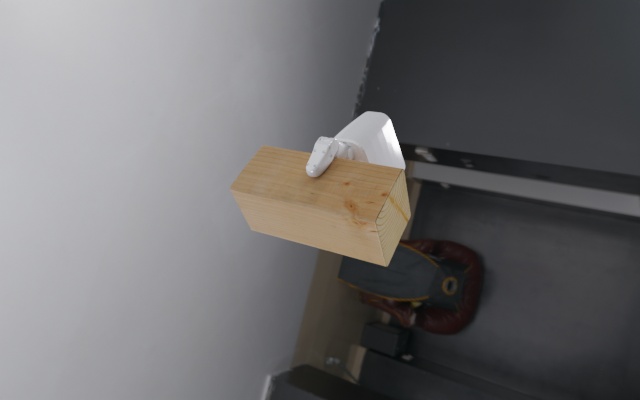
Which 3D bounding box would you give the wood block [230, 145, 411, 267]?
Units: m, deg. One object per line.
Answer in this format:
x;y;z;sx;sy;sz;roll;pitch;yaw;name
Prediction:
0.000;0.002;0.619;0.206;0.090;0.091;12;-38;28;wood block
